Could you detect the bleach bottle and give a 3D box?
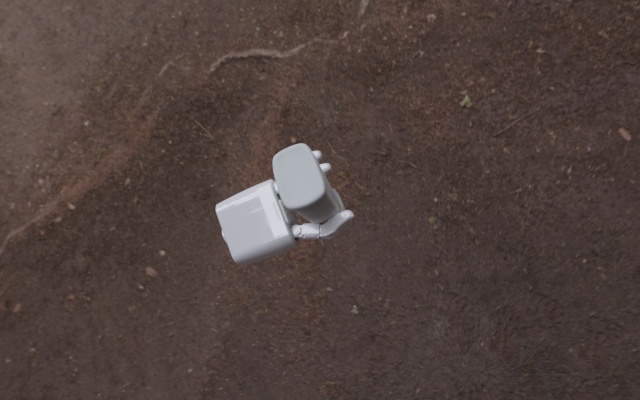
[{"bbox_3d":[0.000,0.002,0.788,0.068,0.102,0.251,-23,-24,8],"label":"bleach bottle"}]
